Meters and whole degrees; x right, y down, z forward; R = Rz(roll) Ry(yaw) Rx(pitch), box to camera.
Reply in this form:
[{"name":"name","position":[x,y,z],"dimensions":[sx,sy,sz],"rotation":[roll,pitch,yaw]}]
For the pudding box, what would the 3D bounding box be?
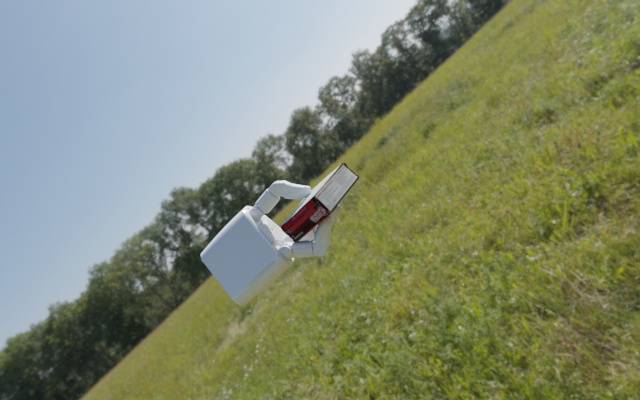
[{"name":"pudding box","position":[0.000,0.002,0.708],"dimensions":[0.090,0.039,0.113],"rotation":[-41,8,40]}]
